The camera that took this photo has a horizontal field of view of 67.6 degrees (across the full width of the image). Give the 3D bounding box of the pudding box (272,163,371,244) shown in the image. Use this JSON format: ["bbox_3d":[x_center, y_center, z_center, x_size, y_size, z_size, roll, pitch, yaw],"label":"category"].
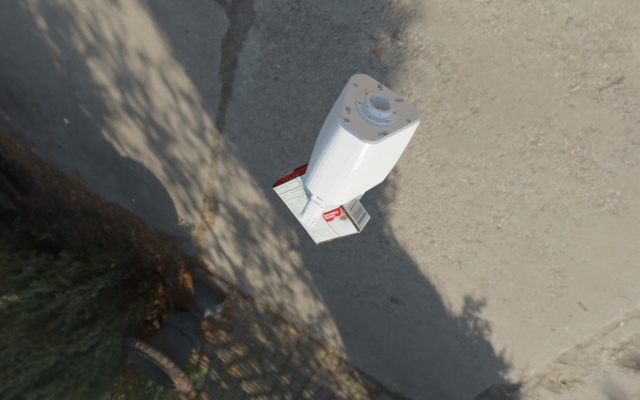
[{"bbox_3d":[0.000,0.002,0.661,0.090,0.113,0.039,-19,23,44],"label":"pudding box"}]
